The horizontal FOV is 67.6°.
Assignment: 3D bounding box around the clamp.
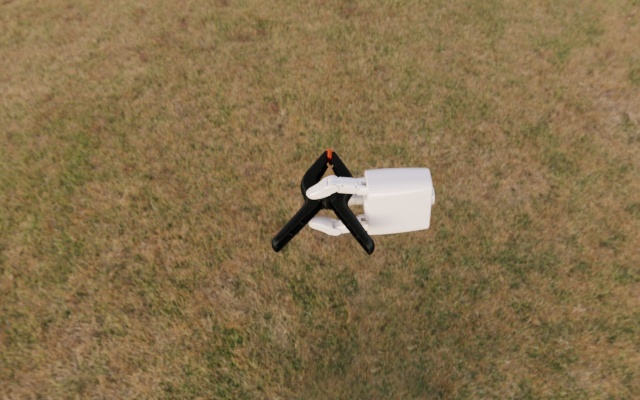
[{"bbox_3d":[0.000,0.002,0.809,0.164,0.209,0.036,-4,-34,2],"label":"clamp"}]
